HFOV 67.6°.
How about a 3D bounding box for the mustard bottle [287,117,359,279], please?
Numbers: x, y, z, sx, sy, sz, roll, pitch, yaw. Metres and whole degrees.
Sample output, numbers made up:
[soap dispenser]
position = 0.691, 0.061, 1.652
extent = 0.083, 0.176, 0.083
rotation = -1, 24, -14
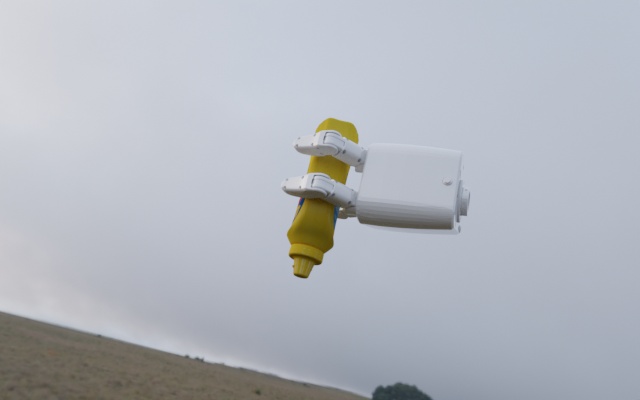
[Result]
[mustard bottle]
position = 0.000, 0.002, 0.586
extent = 0.058, 0.191, 0.096
rotation = 15, -21, -2
